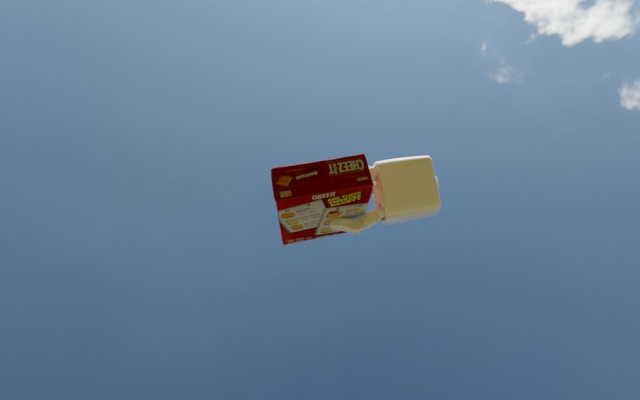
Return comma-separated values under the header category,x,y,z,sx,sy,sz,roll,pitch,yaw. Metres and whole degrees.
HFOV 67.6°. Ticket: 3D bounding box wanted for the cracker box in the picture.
category,x,y,z,sx,sy,sz,roll,pitch,yaw
cracker box,0.000,0.003,0.875,0.164,0.072,0.214,-10,-24,-5
